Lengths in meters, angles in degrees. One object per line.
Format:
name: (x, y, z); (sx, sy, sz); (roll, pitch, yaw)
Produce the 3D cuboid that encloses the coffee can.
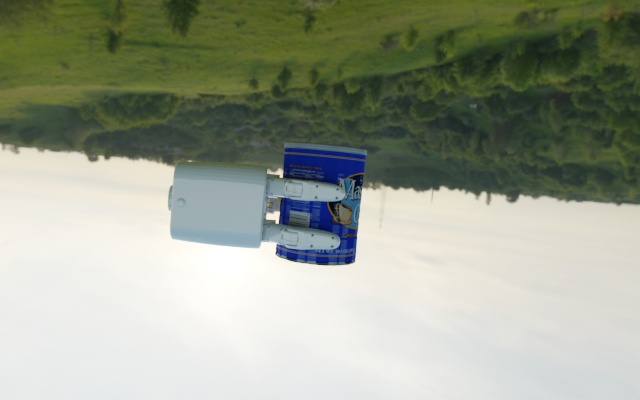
coffee can: (0.000, 0.002, 0.596); (0.103, 0.140, 0.103); (5, 4, 0)
